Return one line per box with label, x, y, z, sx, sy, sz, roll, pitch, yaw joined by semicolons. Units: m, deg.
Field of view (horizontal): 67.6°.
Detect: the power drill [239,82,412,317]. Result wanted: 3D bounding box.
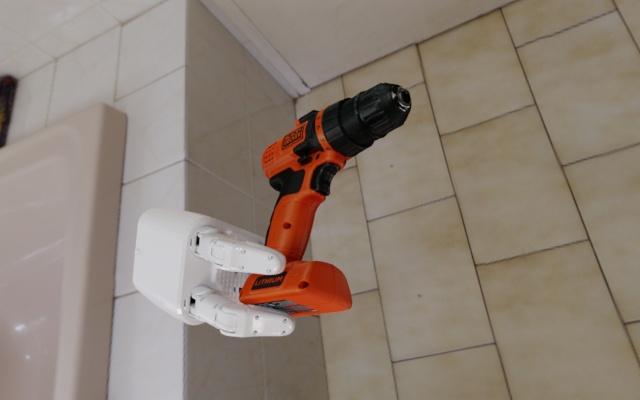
power drill;0.000;0.002;0.417;0.057;0.187;0.184;27;-31;-30
